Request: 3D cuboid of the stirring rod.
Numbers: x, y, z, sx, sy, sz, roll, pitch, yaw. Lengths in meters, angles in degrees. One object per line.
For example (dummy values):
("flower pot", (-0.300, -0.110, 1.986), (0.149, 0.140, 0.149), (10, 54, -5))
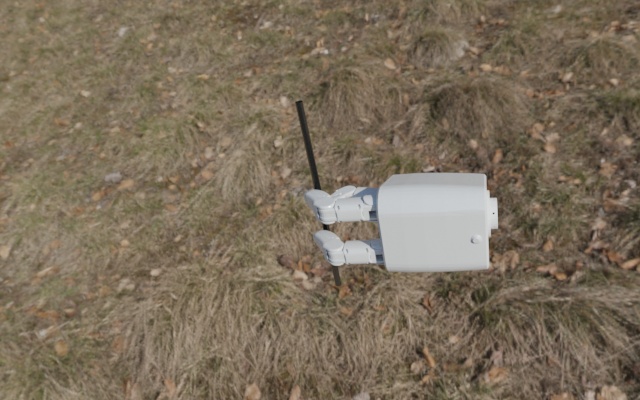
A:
("stirring rod", (0.000, 0.002, 0.553), (0.011, 0.240, 0.011), (-10, 27, 5))
